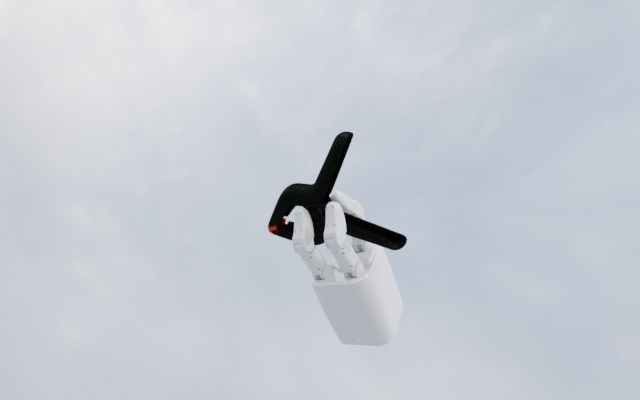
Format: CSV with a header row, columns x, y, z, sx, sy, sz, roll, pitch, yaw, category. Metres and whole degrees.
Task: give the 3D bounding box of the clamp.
x,y,z,sx,sy,sz,roll,pitch,yaw,category
0.000,0.002,0.650,0.210,0.164,0.036,-11,17,39,clamp
